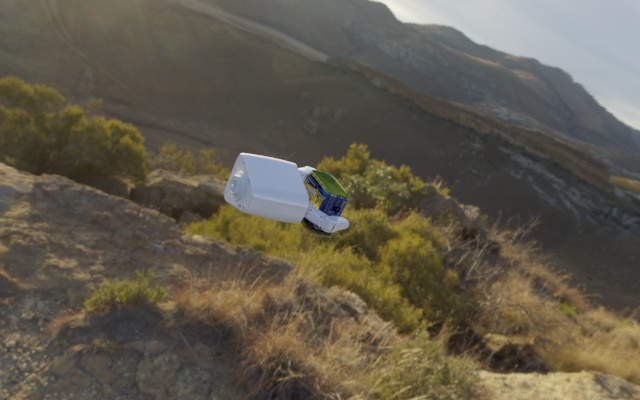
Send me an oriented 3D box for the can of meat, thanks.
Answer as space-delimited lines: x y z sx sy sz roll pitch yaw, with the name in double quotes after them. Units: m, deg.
0.000 0.003 0.858 0.057 0.084 0.102 12 24 -32 "can of meat"
